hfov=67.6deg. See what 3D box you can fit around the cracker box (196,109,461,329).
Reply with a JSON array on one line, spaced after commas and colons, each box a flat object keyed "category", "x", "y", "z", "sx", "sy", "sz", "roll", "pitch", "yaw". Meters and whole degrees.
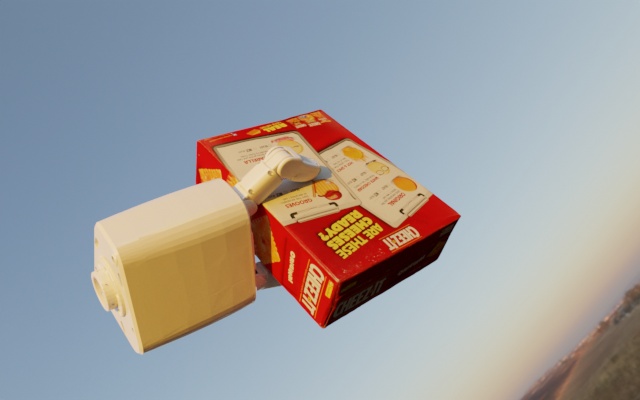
[{"category": "cracker box", "x": 0.000, "y": 0.001, "z": 0.477, "sx": 0.164, "sy": 0.072, "sz": 0.213, "roll": -22, "pitch": 51, "yaw": -36}]
